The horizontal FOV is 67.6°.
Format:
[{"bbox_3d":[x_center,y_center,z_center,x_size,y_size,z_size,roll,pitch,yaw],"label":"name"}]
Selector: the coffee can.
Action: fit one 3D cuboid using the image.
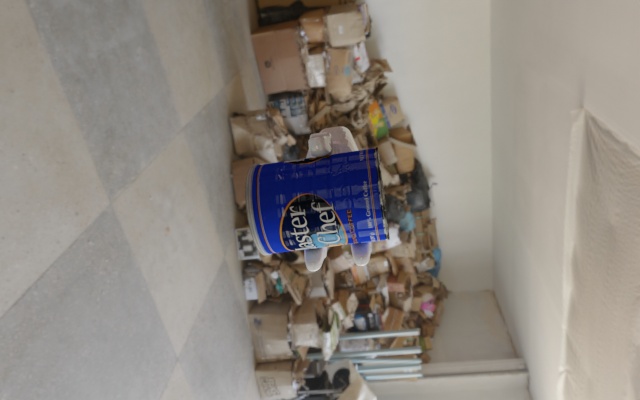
[{"bbox_3d":[0.000,0.002,0.527,0.140,0.103,0.103,-7,-1,8],"label":"coffee can"}]
